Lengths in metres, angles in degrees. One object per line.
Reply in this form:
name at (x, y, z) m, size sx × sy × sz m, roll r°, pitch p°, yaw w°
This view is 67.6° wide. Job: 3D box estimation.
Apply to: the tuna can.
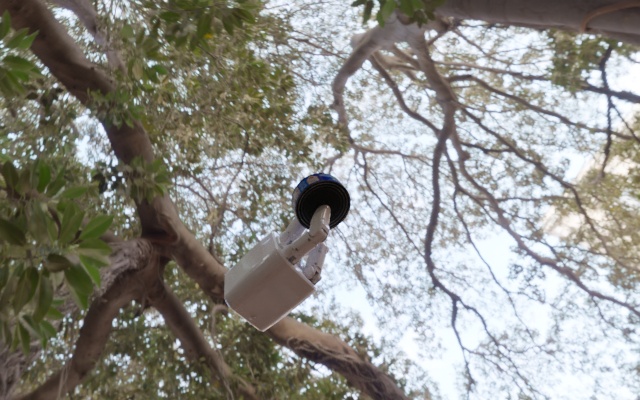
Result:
tuna can at (0.000, 0.002, 0.718) m, size 0.086 × 0.086 × 0.033 m, roll 0°, pitch 27°, yaw -19°
